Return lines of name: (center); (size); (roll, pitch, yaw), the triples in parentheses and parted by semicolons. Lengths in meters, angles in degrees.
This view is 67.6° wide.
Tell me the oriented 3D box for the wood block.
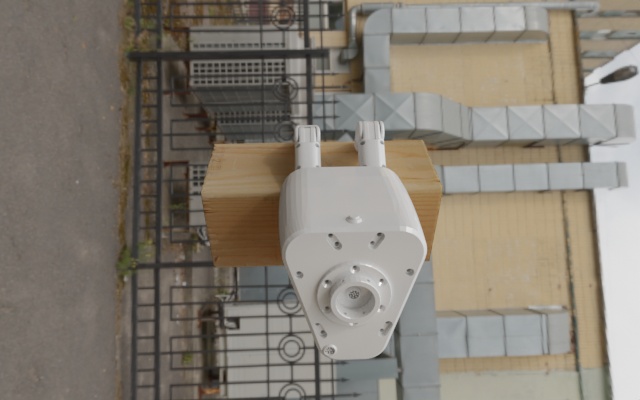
wood block: (0.000, 0.002, 0.464); (0.206, 0.091, 0.090); (-1, 36, -2)
